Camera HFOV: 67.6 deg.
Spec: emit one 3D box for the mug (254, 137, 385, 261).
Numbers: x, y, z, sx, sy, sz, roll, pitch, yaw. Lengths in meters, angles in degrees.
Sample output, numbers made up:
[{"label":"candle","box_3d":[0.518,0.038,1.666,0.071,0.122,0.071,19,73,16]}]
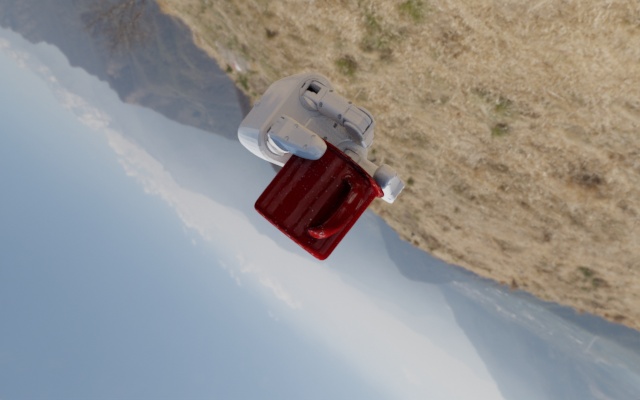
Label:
[{"label":"mug","box_3d":[0.001,0.002,0.413,0.093,0.081,0.117,40,-5,-24]}]
